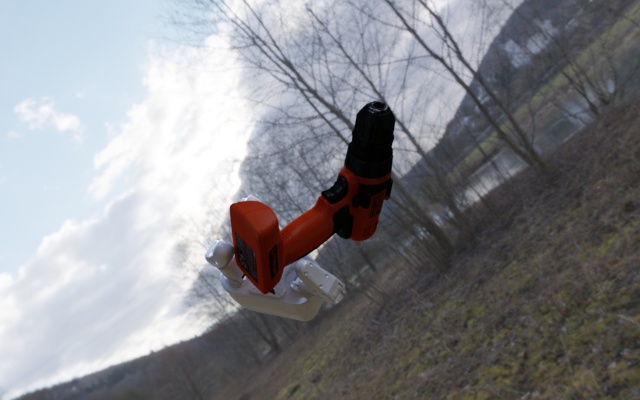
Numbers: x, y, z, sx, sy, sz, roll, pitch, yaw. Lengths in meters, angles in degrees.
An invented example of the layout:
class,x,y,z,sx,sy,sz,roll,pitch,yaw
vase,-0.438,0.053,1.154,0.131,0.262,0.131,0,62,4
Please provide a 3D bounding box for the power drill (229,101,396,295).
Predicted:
class,x,y,z,sx,sy,sz,roll,pitch,yaw
power drill,0.000,0.002,0.494,0.187,0.185,0.057,-27,51,-29
